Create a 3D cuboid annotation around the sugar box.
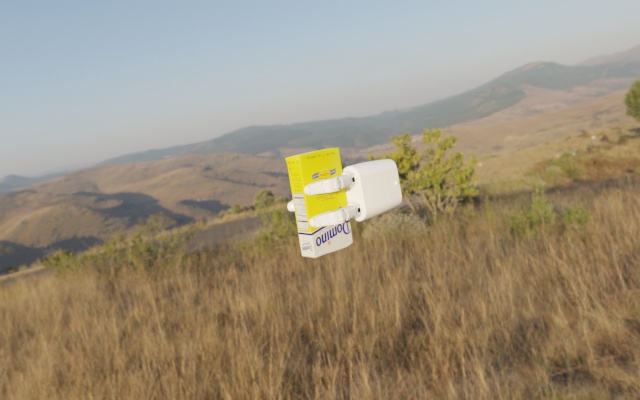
[{"bbox_3d":[0.001,0.003,0.828,0.093,0.176,0.048,-16,8,-37],"label":"sugar box"}]
